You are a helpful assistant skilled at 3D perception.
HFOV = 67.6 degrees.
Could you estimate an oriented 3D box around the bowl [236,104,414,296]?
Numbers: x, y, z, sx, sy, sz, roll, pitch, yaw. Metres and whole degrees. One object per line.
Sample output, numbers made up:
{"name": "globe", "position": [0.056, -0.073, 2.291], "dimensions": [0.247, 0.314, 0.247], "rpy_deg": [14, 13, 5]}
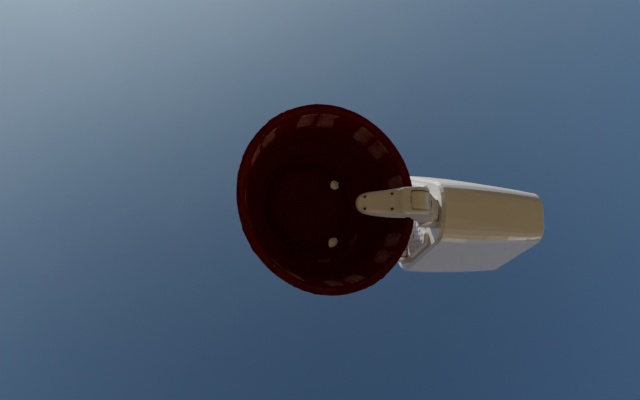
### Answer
{"name": "bowl", "position": [-0.001, 0.001, 0.419], "dimensions": [0.162, 0.162, 0.055], "rpy_deg": [0, -10, -23]}
